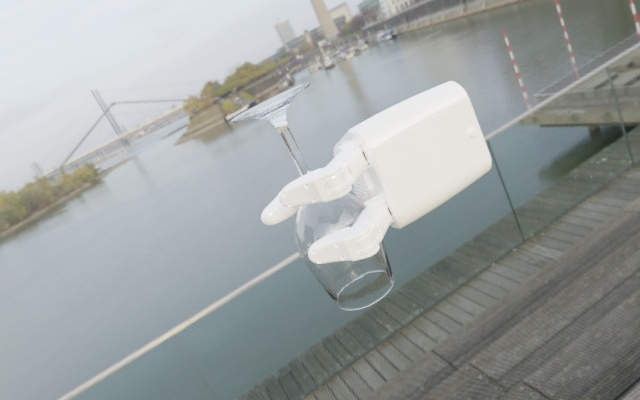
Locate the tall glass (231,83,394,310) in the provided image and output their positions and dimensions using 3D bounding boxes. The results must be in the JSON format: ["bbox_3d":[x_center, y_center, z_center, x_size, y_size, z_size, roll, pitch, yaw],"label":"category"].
[{"bbox_3d":[0.000,0.001,0.433,0.079,0.201,0.079,-24,17,8],"label":"tall glass"}]
